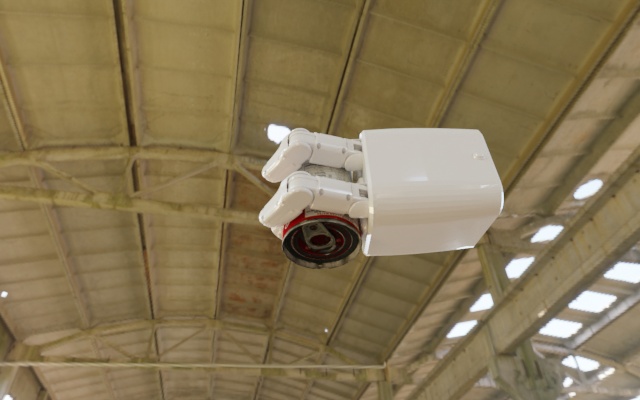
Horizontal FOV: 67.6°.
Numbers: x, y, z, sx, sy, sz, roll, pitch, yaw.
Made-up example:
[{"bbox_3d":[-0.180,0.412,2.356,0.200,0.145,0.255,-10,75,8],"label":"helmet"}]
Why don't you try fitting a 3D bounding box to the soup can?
[{"bbox_3d":[0.000,0.001,0.436,0.068,0.102,0.069,-1,-42,-1],"label":"soup can"}]
